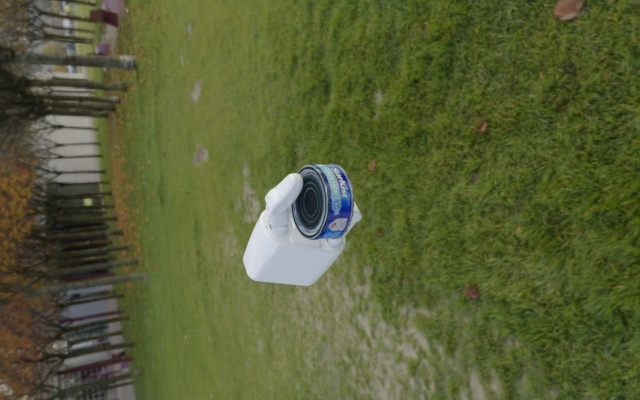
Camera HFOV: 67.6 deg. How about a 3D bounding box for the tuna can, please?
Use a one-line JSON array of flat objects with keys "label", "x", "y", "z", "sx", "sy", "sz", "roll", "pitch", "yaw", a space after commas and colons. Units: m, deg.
[{"label": "tuna can", "x": 0.000, "y": 0.002, "z": 0.537, "sx": 0.034, "sy": 0.086, "sz": 0.086, "roll": -1, "pitch": 1, "yaw": -31}]
